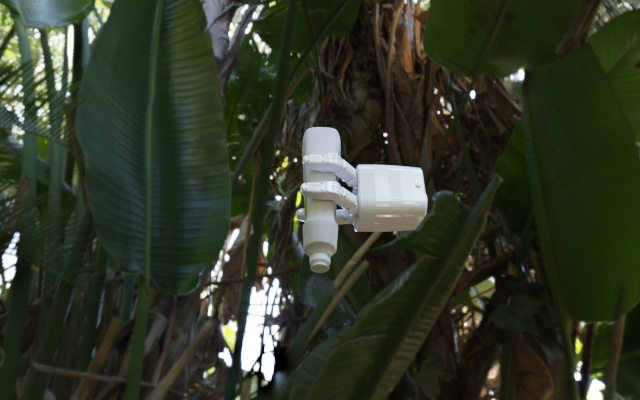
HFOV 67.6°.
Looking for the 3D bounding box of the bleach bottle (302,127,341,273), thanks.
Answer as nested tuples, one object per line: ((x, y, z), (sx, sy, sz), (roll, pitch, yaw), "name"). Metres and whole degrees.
((0.000, 0.002, 0.780), (0.068, 0.250, 0.103), (1, -35, 0), "bleach bottle")
